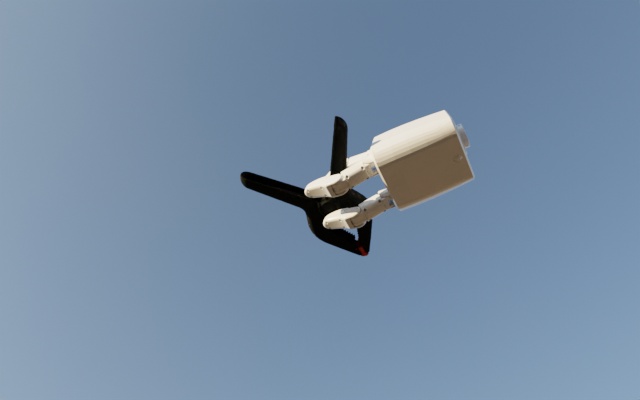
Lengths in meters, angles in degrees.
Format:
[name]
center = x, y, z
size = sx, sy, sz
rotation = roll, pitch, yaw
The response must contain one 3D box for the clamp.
[clamp]
center = 0.001, 0.002, 0.667
size = 0.164, 0.210, 0.036
rotation = -22, 29, 17
